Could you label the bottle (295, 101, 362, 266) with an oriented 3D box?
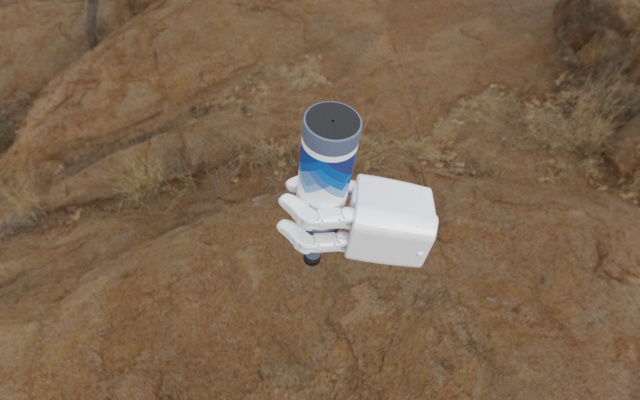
[{"bbox_3d":[0.000,0.002,0.645,0.069,0.069,0.296,0,-38,-7],"label":"bottle"}]
